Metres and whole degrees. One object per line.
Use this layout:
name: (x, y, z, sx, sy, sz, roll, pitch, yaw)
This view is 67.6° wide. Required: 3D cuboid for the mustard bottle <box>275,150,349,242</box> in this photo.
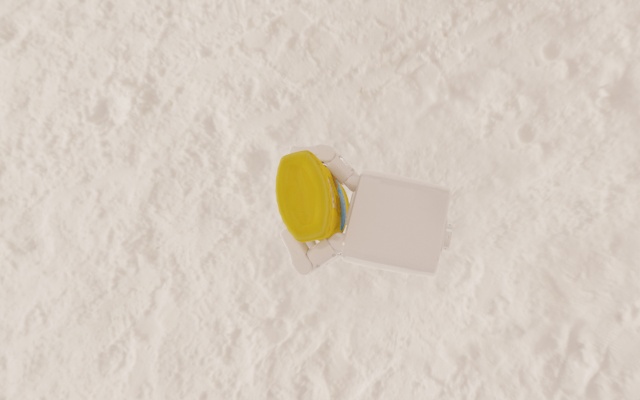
mustard bottle: (0.000, 0.002, 0.586, 0.058, 0.096, 0.191, -14, -7, 11)
